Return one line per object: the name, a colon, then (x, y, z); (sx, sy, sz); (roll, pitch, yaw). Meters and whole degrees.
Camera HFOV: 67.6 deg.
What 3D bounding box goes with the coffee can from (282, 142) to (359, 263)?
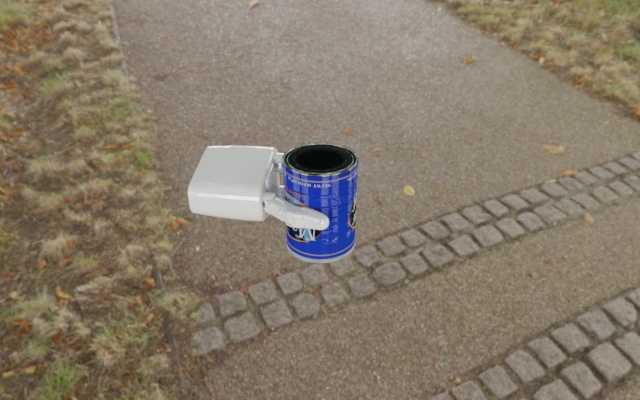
coffee can: (0.000, 0.002, 0.674); (0.103, 0.140, 0.102); (0, 30, 0)
